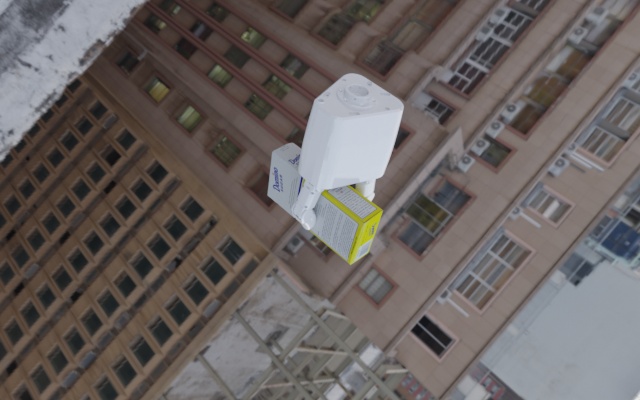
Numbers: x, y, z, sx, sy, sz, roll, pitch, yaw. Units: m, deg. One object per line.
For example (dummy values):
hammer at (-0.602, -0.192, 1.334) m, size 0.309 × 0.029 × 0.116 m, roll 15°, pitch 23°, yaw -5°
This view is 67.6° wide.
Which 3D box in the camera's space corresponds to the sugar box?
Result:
sugar box at (0.001, 0.002, 0.677) m, size 0.048 × 0.093 × 0.176 m, roll -29°, pitch 58°, yaw -35°
